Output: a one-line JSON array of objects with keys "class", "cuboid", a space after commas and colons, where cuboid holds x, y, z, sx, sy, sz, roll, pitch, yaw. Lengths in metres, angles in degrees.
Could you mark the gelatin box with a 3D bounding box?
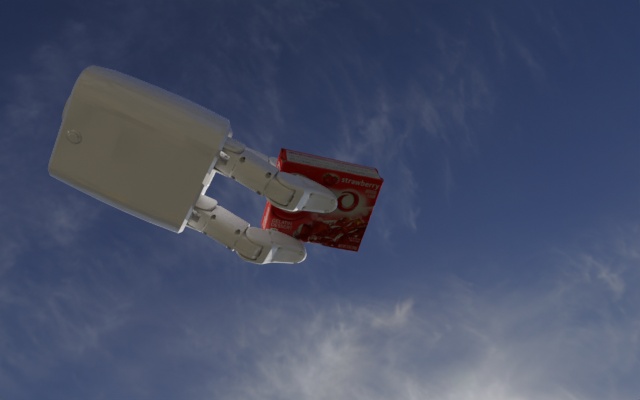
[{"class": "gelatin box", "cuboid": [0.000, 0.001, 0.411, 0.089, 0.073, 0.030, 11, 25, -14]}]
